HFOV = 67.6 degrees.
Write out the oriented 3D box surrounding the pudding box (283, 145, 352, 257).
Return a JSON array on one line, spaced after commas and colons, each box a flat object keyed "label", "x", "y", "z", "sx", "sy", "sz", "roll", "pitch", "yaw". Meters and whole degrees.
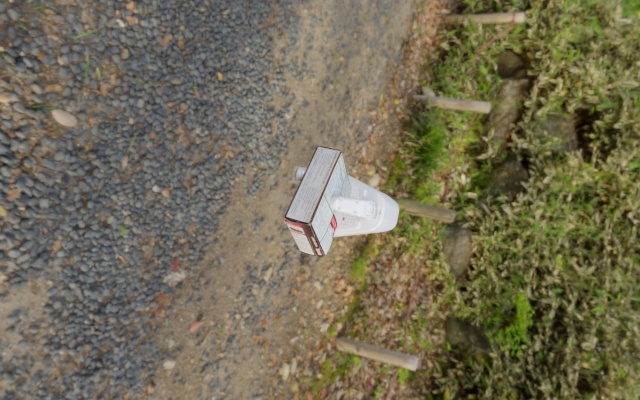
[{"label": "pudding box", "x": 0.000, "y": 0.002, "z": 0.603, "sx": 0.039, "sy": 0.113, "sz": 0.090, "roll": 11, "pitch": -29, "yaw": 20}]
